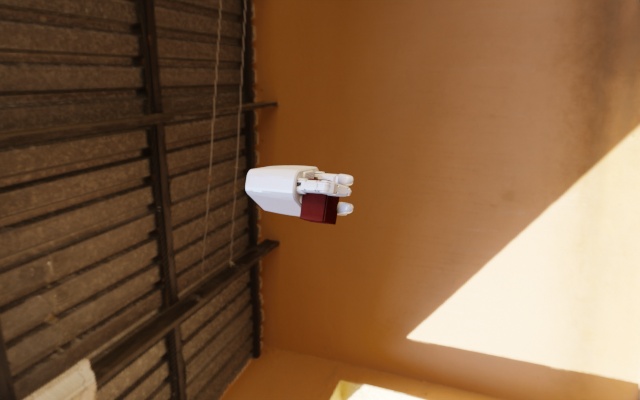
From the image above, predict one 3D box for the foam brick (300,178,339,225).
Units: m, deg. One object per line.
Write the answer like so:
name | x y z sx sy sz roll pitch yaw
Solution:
foam brick | 0.000 0.003 0.882 0.051 0.078 0.053 4 -8 27
